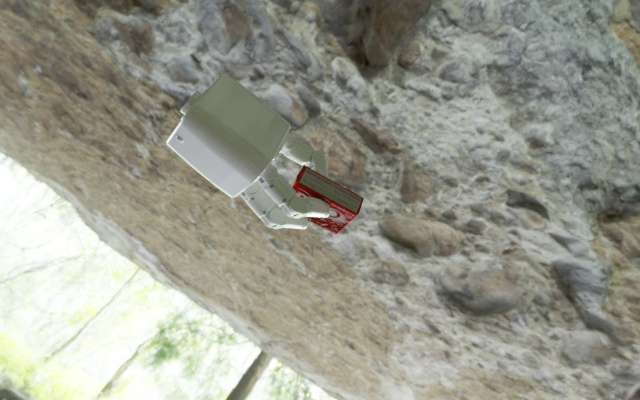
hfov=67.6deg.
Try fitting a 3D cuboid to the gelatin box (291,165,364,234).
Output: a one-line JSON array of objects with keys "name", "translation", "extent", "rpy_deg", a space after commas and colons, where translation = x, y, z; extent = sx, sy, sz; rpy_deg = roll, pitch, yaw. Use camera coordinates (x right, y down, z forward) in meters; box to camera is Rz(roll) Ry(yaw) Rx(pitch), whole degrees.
[{"name": "gelatin box", "translation": [0.001, 0.002, 0.616], "extent": [0.089, 0.030, 0.073], "rpy_deg": [28, -31, -8]}]
